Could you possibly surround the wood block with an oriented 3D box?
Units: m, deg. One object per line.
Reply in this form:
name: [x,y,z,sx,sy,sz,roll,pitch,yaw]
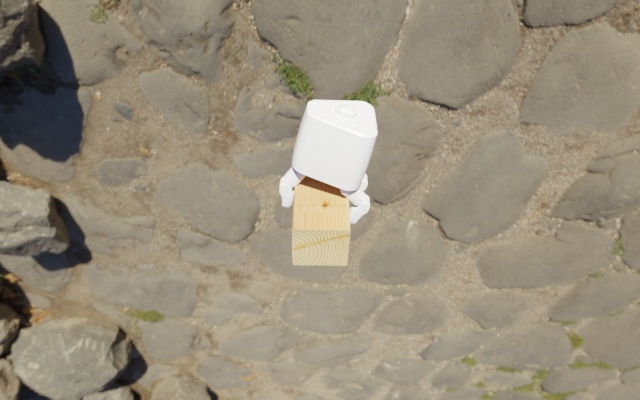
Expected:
wood block: [0.000,0.002,0.816,0.091,0.090,0.206,1,44,-1]
